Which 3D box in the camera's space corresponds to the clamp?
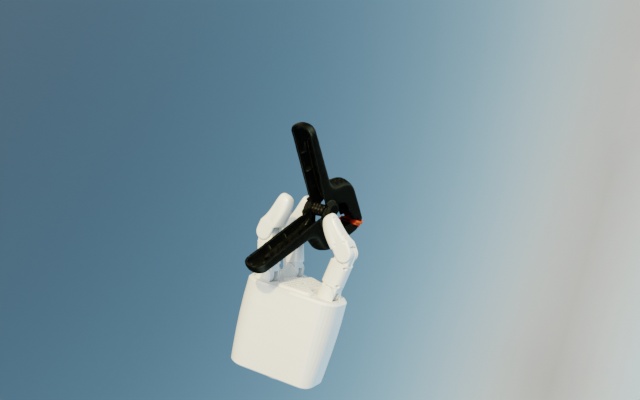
[{"bbox_3d":[0.001,0.002,0.570,0.036,0.164,0.210,20,7,29],"label":"clamp"}]
